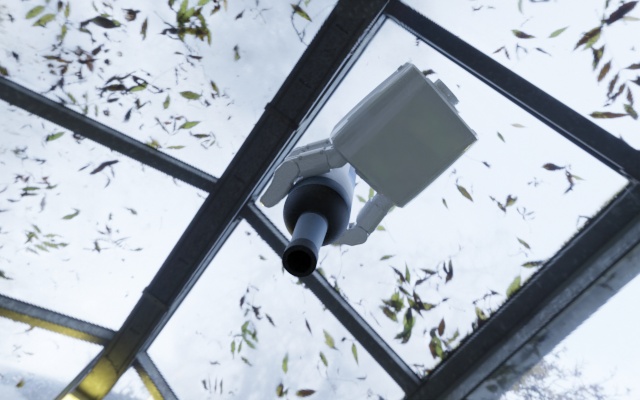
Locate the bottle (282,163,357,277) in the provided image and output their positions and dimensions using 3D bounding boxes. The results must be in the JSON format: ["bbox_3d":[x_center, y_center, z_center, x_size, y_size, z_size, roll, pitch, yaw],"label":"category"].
[{"bbox_3d":[0.000,0.002,0.502,0.069,0.069,0.295,0,18,7],"label":"bottle"}]
